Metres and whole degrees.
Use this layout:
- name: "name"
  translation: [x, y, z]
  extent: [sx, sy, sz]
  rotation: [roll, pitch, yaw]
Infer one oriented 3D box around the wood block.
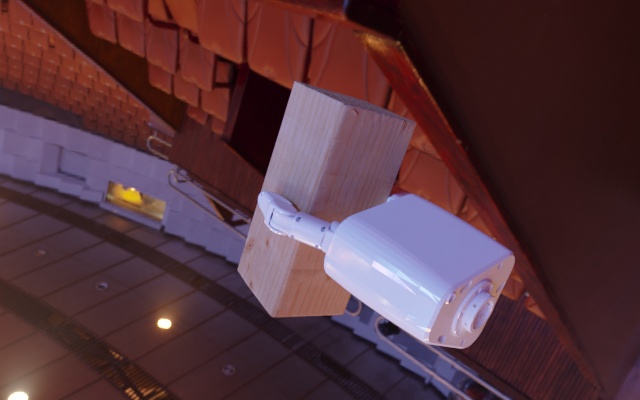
- name: "wood block"
  translation: [0.000, 0.002, 0.469]
  extent: [0.091, 0.206, 0.090]
  rotation: [7, 20, -35]
